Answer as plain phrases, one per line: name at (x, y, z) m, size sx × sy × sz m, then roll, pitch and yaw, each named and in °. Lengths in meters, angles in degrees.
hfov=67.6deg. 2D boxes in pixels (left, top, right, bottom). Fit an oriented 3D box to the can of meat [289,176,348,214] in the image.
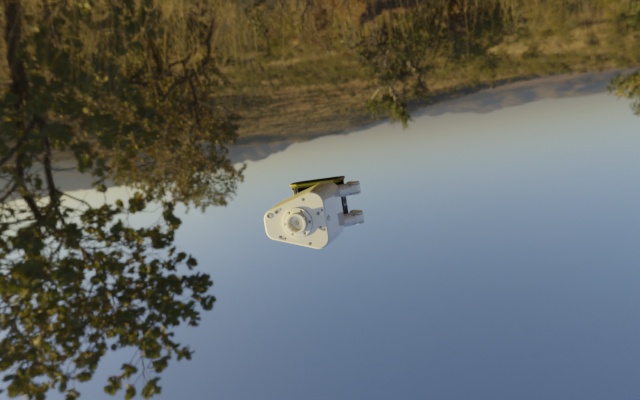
can of meat at (0.000, 0.003, 0.891) m, size 0.102 × 0.084 × 0.057 m, roll -7°, pitch 7°, yaw 12°
